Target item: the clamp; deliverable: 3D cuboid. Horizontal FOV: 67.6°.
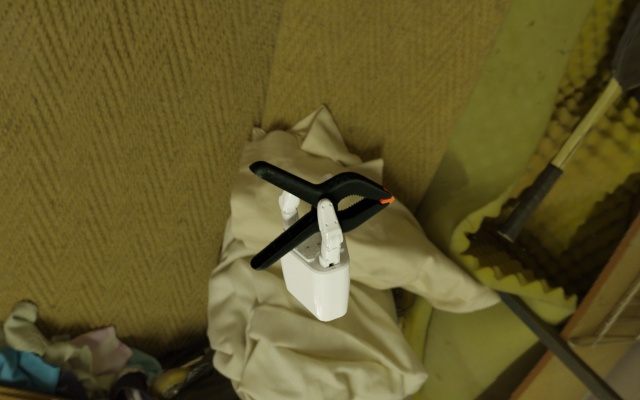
[{"bbox_3d":[0.001,0.003,0.629,0.210,0.165,0.036,-16,40,-17],"label":"clamp"}]
